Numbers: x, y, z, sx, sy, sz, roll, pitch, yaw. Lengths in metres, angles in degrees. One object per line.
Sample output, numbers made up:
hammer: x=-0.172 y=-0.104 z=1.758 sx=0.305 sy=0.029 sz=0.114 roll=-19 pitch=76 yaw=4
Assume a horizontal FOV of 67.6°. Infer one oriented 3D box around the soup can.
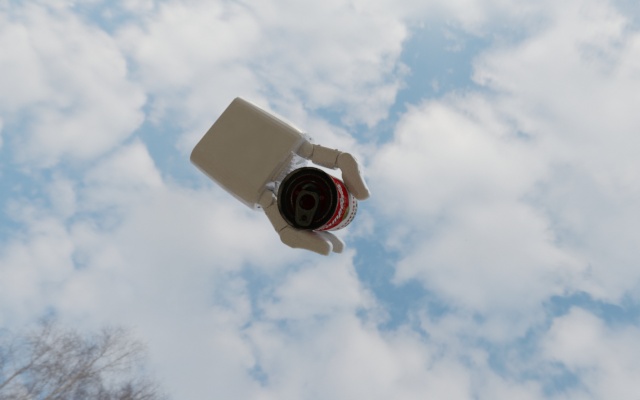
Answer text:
soup can: x=0.001 y=0.002 z=0.546 sx=0.068 sy=0.068 sz=0.102 roll=0 pitch=-4 yaw=17
